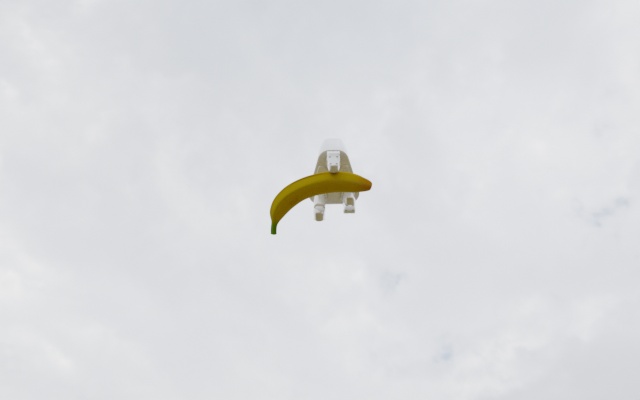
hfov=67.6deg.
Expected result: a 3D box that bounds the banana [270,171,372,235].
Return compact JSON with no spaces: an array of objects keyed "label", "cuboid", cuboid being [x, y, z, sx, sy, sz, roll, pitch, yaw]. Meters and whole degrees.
[{"label":"banana","cuboid":[-0.011,-0.012,0.827,0.198,0.070,0.037,-25,16,9]}]
